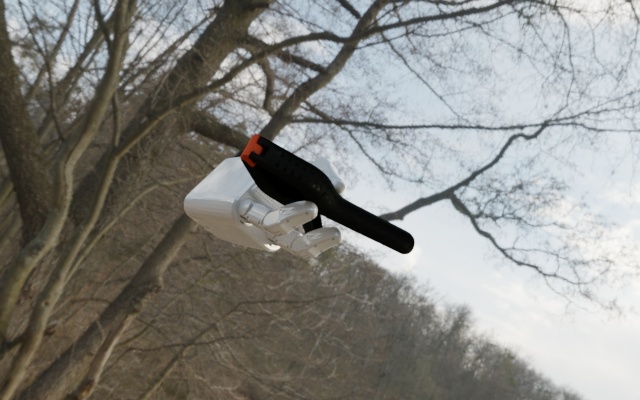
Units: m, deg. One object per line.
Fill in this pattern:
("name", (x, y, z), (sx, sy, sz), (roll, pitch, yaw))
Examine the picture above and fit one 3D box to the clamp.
("clamp", (0.000, 0.001, 0.529), (0.164, 0.036, 0.210), (4, -30, 40))
